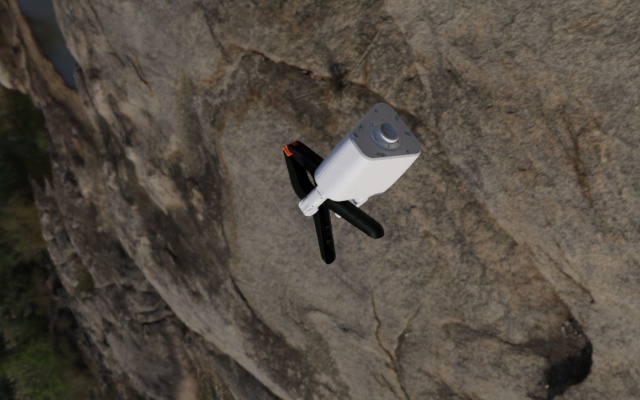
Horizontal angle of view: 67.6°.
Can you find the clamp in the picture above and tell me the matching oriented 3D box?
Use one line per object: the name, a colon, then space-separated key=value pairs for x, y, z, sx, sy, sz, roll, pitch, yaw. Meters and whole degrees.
clamp: x=-0.001 y=0.002 z=0.769 sx=0.036 sy=0.210 sz=0.165 roll=-27 pitch=-13 yaw=-36
